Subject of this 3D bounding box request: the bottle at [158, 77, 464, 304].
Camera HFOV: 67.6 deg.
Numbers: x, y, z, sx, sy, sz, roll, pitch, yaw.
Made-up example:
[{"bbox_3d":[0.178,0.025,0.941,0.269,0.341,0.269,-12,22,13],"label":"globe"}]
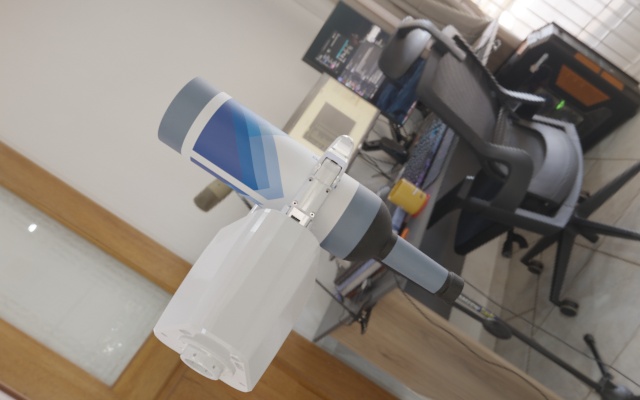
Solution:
[{"bbox_3d":[0.000,0.001,0.425,0.296,0.069,0.069,34,-2,-3],"label":"bottle"}]
